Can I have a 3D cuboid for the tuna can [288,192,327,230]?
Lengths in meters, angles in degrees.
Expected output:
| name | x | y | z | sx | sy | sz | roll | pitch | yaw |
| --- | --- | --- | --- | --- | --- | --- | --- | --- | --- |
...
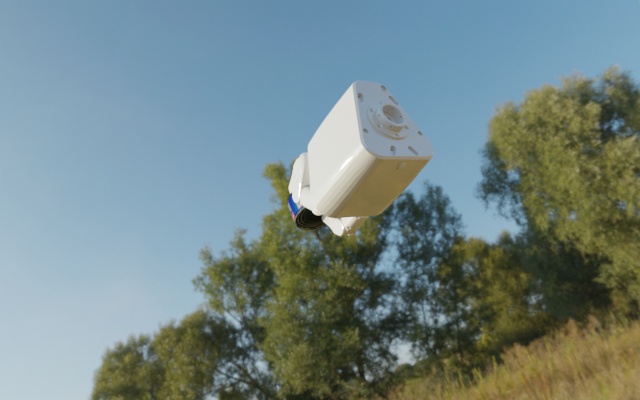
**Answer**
| name | x | y | z | sx | sy | sz | roll | pitch | yaw |
| --- | --- | --- | --- | --- | --- | --- | --- | --- | --- |
| tuna can | 0.000 | 0.002 | 0.637 | 0.086 | 0.033 | 0.086 | -20 | -27 | -11 |
